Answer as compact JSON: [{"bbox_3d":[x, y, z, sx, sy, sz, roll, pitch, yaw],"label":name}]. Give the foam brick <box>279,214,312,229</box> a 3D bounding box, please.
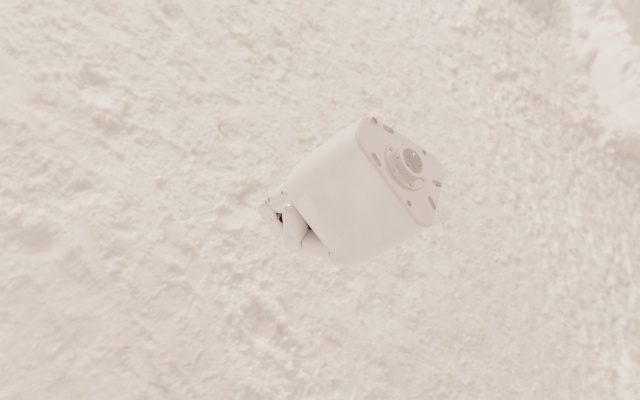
[{"bbox_3d":[0.000,0.002,0.529,0.053,0.078,0.051,40,-44,-16],"label":"foam brick"}]
